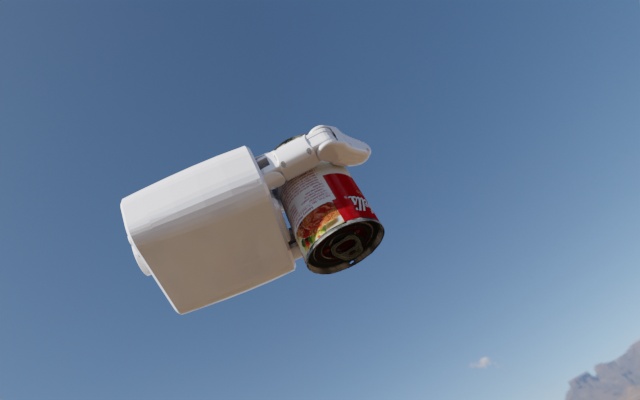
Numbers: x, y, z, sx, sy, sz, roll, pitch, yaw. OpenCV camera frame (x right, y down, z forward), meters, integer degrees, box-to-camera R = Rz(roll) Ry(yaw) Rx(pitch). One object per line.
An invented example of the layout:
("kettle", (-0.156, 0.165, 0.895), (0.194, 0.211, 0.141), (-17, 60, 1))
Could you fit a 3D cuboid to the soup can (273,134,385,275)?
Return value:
("soup can", (0.000, 0.001, 0.402), (0.068, 0.102, 0.069), (-19, -35, -14))
